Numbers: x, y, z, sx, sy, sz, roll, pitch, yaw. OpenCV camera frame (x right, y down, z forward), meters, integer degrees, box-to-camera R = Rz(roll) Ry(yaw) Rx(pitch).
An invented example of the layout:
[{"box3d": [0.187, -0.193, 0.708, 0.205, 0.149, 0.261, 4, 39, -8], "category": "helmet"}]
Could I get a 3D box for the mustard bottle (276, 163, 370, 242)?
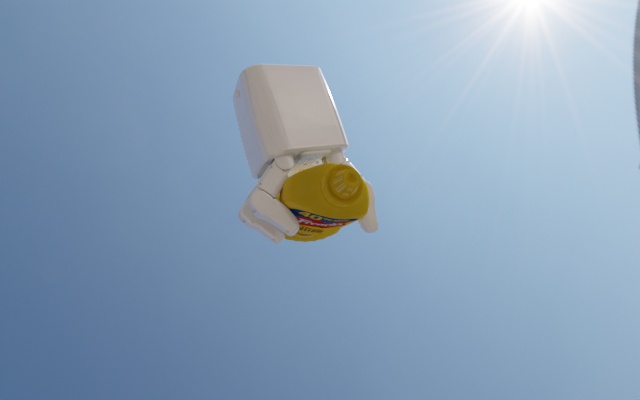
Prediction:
[{"box3d": [0.000, 0.002, 0.526, 0.096, 0.058, 0.192, 11, -18, -16], "category": "mustard bottle"}]
